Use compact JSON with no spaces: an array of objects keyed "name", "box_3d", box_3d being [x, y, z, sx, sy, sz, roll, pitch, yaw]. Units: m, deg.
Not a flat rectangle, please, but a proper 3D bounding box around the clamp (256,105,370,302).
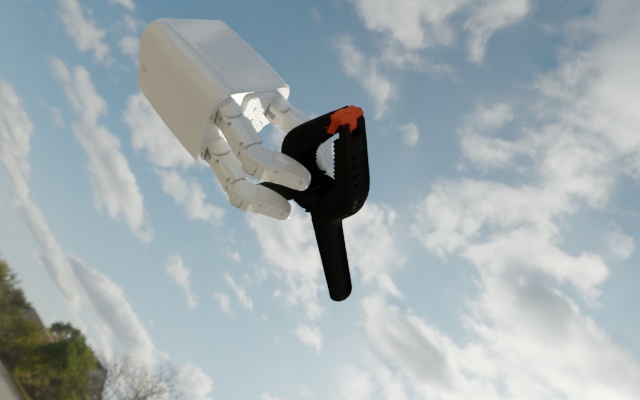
[{"name":"clamp","box_3d":[0.001,0.001,0.449,0.036,0.164,0.210,-35,-13,-37]}]
